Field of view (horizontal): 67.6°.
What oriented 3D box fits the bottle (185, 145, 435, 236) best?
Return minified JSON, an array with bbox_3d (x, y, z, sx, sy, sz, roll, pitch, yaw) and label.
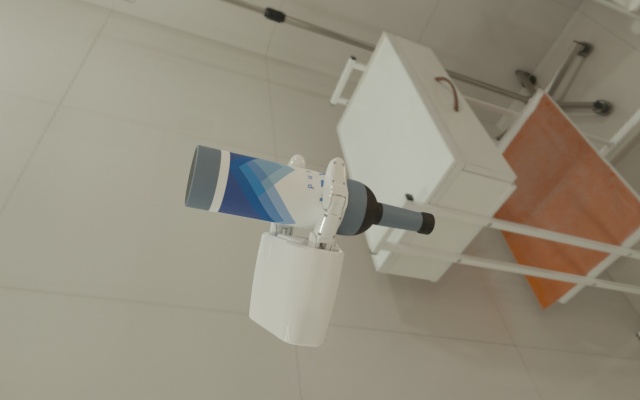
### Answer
[{"bbox_3d":[0.000,0.002,0.550,0.296,0.069,0.069,12,-4,-19],"label":"bottle"}]
